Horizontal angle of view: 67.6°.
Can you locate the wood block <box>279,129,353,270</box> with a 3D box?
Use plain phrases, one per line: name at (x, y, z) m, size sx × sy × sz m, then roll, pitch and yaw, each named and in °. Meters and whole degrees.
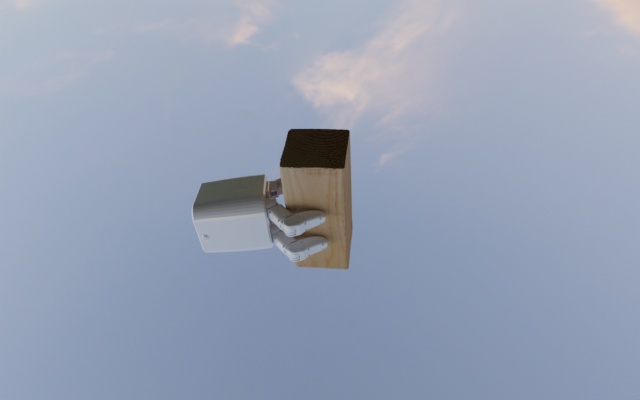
wood block at (0.000, 0.002, 0.719) m, size 0.090 × 0.206 × 0.090 m, roll 2°, pitch 44°, yaw 7°
